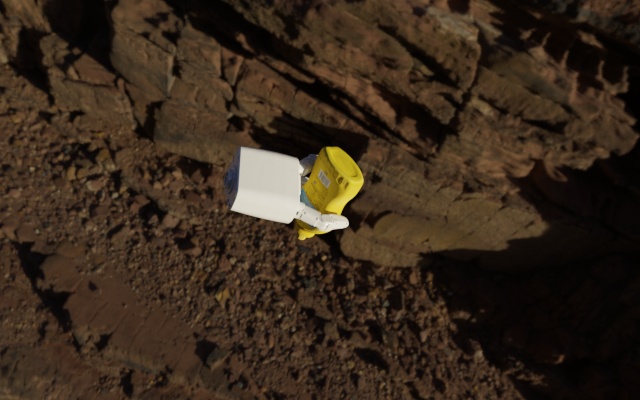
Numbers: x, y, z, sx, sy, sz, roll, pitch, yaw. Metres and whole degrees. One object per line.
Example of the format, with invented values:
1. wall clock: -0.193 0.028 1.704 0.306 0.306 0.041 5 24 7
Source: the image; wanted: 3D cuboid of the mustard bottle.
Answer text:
1. mustard bottle: 0.001 0.003 0.859 0.058 0.096 0.192 -8 -39 -41
